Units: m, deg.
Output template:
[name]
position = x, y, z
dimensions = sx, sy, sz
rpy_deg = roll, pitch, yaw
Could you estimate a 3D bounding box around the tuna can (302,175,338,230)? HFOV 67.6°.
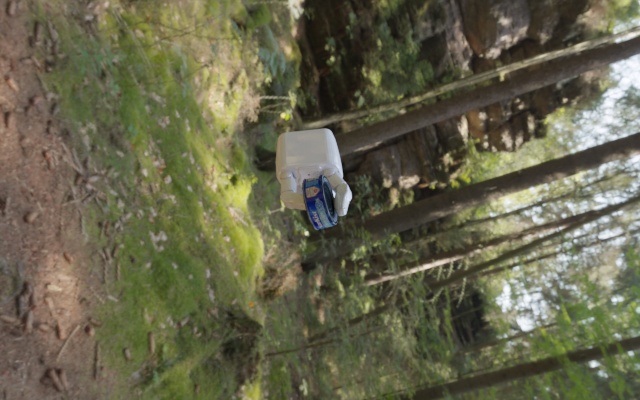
[tuna can]
position = 0.001, 0.002, 0.771
dimensions = 0.034, 0.086, 0.086
rpy_deg = -14, -3, 12
